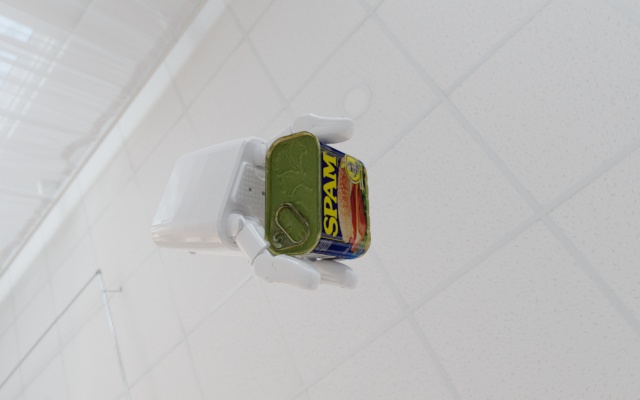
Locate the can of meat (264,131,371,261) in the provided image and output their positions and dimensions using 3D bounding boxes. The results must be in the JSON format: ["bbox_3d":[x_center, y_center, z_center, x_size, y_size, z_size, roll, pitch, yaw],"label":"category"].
[{"bbox_3d":[0.000,0.001,0.418,0.057,0.102,0.084,-10,-16,35],"label":"can of meat"}]
